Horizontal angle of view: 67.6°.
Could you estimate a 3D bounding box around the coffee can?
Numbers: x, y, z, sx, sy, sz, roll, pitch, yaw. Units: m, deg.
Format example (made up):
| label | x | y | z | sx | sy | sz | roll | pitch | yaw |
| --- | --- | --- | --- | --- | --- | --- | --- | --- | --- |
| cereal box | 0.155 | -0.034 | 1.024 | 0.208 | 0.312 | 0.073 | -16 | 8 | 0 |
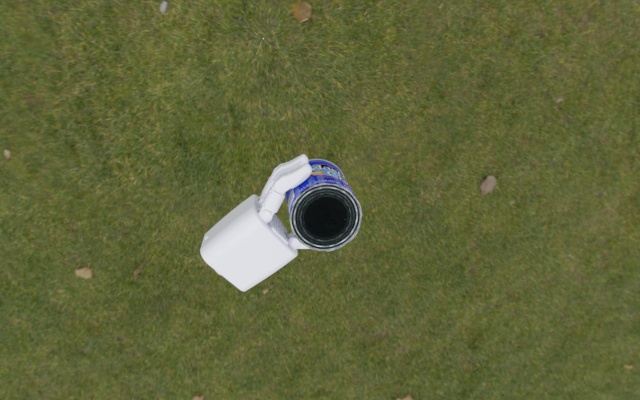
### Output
| label | x | y | z | sx | sy | sz | roll | pitch | yaw |
| --- | --- | --- | --- | --- | --- | --- | --- | --- | --- |
| coffee can | 0.000 | 0.002 | 0.731 | 0.103 | 0.103 | 0.140 | 0 | 19 | -7 |
